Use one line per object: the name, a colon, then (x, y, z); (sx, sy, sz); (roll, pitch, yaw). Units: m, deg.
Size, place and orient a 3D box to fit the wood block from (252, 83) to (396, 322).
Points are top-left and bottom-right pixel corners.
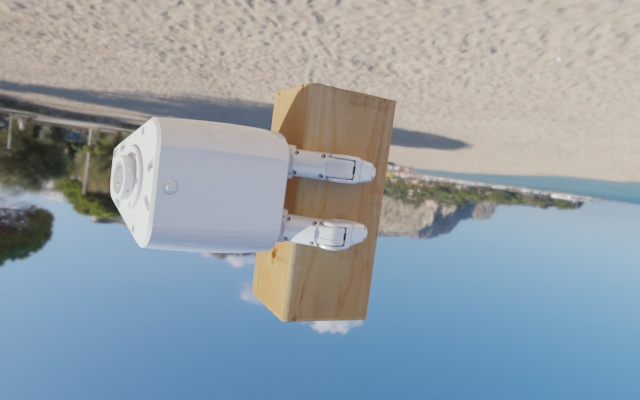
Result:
wood block: (0.000, 0.002, 0.463); (0.090, 0.206, 0.091); (5, 5, -27)
